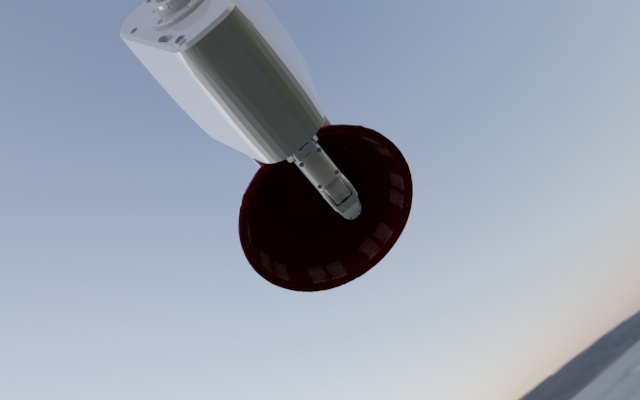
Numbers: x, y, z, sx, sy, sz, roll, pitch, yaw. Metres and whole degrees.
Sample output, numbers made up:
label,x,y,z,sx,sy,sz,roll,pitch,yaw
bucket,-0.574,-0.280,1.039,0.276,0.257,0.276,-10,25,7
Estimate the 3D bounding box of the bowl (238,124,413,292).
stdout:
label,x,y,z,sx,sy,sz,roll,pitch,yaw
bowl,0.000,0.002,0.432,0.162,0.162,0.055,0,26,-24
